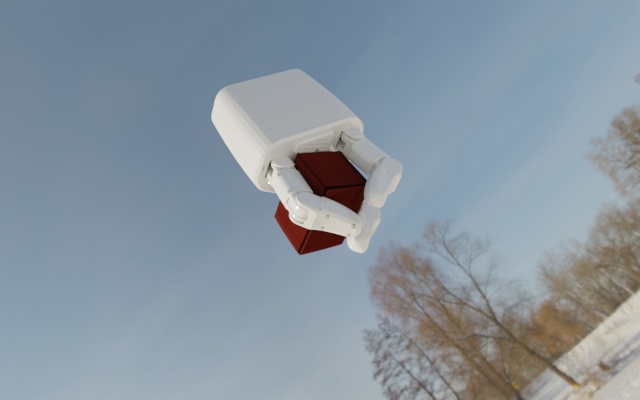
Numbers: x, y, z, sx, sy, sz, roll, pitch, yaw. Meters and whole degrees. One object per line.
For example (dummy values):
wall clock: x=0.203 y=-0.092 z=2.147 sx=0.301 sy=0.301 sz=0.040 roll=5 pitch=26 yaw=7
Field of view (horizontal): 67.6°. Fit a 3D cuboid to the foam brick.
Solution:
foam brick: x=0.000 y=0.002 z=0.439 sx=0.053 sy=0.078 sz=0.051 roll=-8 pitch=45 yaw=-38
